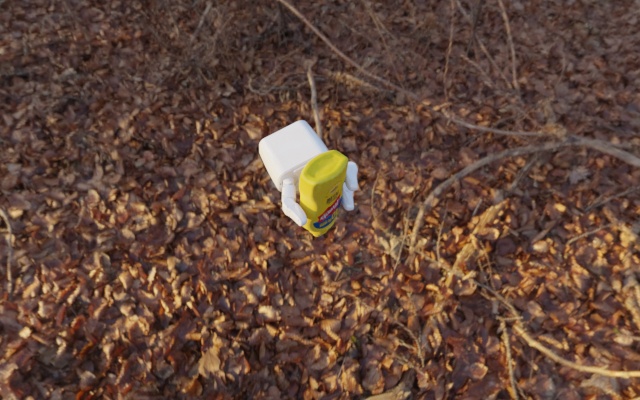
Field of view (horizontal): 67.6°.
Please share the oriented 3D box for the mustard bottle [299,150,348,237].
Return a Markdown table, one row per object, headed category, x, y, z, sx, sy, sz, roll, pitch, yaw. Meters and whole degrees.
| category | x | y | z | sx | sy | sz | roll | pitch | yaw |
| --- | --- | --- | --- | --- | --- | --- | --- | --- | --- |
| mustard bottle | 0.000 | 0.003 | 0.874 | 0.058 | 0.192 | 0.096 | 35 | 55 | 22 |
